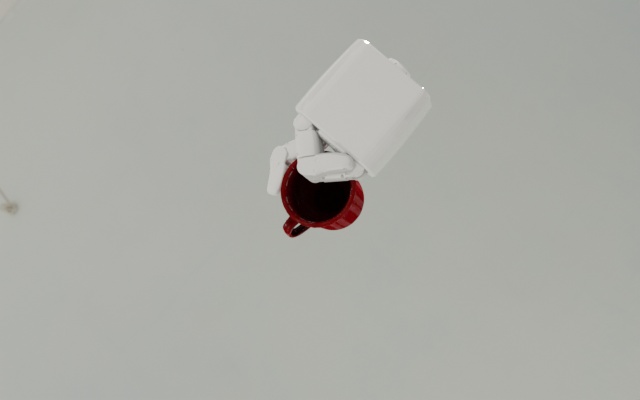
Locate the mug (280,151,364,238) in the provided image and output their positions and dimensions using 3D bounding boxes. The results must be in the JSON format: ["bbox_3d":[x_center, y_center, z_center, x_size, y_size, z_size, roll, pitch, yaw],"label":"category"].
[{"bbox_3d":[-0.001,0.003,0.598,0.093,0.117,0.081,42,4,20],"label":"mug"}]
